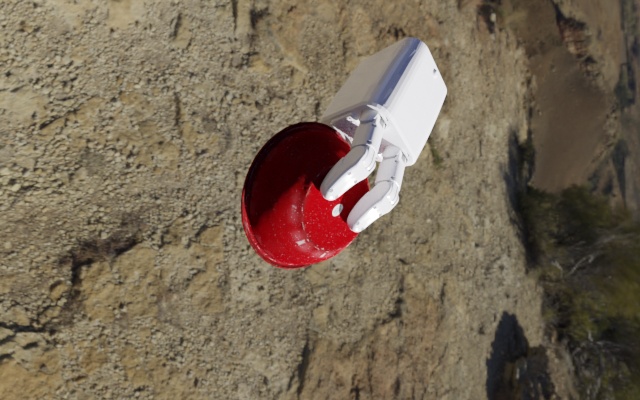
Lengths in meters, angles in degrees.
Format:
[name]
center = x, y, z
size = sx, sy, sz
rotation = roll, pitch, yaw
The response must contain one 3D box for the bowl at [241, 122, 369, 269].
[bowl]
center = 0.000, 0.003, 0.495
size = 0.162, 0.162, 0.055
rotation = 0, 13, -41
